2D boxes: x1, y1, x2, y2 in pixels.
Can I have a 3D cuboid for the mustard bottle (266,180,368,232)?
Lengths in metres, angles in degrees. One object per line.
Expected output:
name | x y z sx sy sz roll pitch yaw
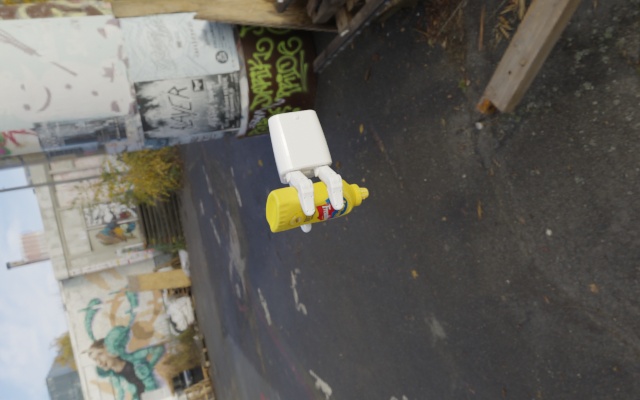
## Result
mustard bottle | 0.000 0.003 0.875 0.191 0.058 0.096 -12 -33 -22
